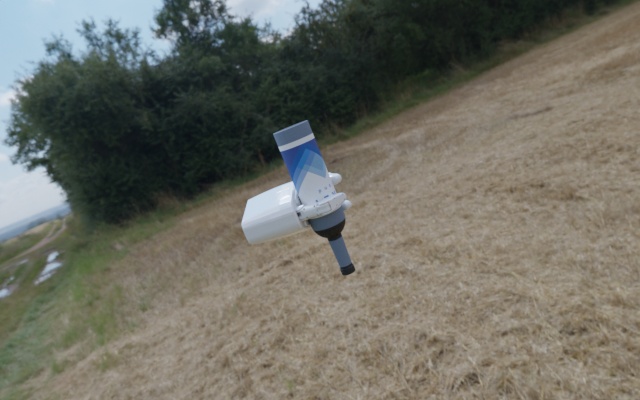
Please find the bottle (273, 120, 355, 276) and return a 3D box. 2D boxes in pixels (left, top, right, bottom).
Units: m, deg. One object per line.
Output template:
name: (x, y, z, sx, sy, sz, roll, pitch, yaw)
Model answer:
bottle: (0.000, 0.003, 0.880, 0.069, 0.296, 0.069, -21, 12, 4)
